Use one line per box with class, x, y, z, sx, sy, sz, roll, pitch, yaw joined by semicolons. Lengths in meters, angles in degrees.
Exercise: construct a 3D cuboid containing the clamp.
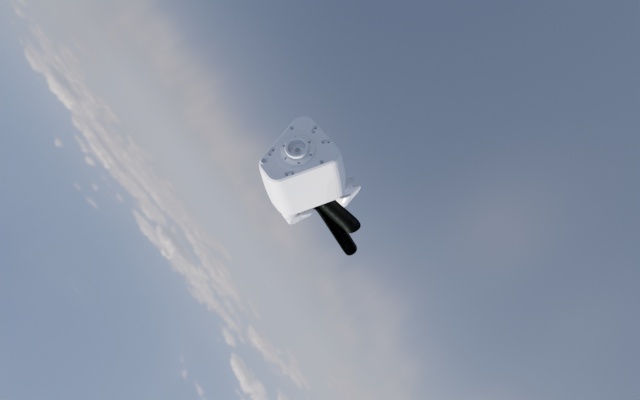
clamp;-0.001;0.003;0.821;0.036;0.210;0.165;-35;-24;-11
